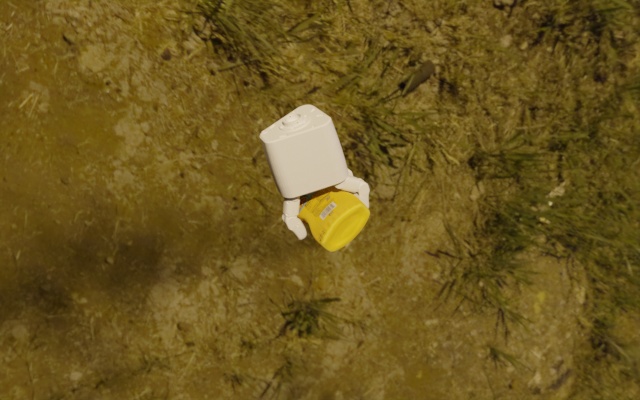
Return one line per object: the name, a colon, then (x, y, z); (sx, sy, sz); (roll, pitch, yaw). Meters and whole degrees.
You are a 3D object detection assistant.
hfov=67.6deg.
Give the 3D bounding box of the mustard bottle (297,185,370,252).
mustard bottle: (0.000, 0.003, 0.829); (0.058, 0.096, 0.191); (41, 3, -39)
